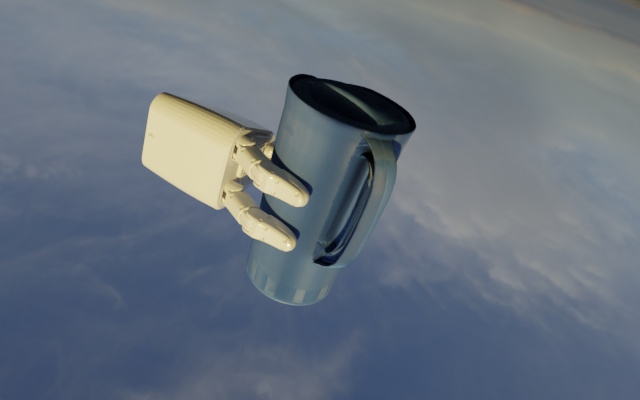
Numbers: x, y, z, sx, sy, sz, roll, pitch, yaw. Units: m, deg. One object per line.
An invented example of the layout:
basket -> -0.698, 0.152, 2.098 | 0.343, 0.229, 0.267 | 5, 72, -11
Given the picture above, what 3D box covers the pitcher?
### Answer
pitcher -> 0.000, 0.002, 0.517 | 0.145, 0.243, 0.149 | 27, 30, 13
